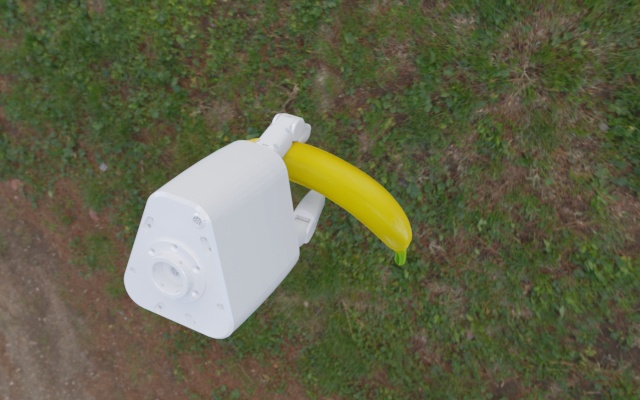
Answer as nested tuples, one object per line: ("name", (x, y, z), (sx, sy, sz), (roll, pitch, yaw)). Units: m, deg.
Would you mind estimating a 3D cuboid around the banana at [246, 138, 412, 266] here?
("banana", (0.012, -0.008, 0.437), (0.198, 0.070, 0.037), (36, 39, -3))
